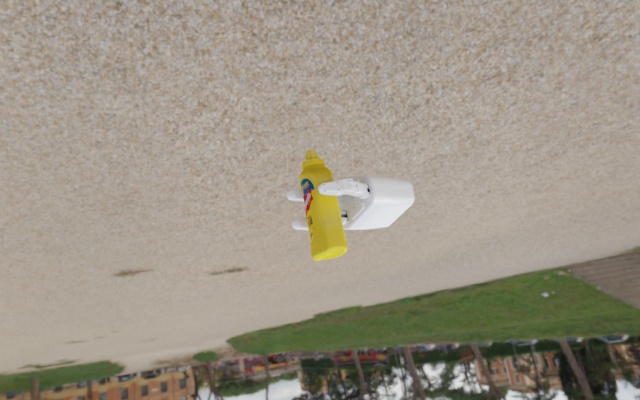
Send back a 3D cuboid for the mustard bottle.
[{"bbox_3d":[0.000,0.003,0.829,0.058,0.191,0.096,-6,-16,-14],"label":"mustard bottle"}]
